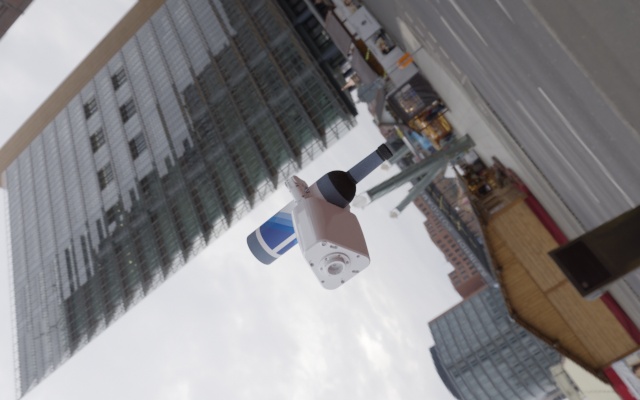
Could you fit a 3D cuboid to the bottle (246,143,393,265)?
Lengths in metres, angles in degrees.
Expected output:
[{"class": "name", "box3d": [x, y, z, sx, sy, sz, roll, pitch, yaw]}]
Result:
[{"class": "bottle", "box3d": [0.000, 0.003, 0.827, 0.296, 0.069, 0.069, -38, -12, 16]}]
